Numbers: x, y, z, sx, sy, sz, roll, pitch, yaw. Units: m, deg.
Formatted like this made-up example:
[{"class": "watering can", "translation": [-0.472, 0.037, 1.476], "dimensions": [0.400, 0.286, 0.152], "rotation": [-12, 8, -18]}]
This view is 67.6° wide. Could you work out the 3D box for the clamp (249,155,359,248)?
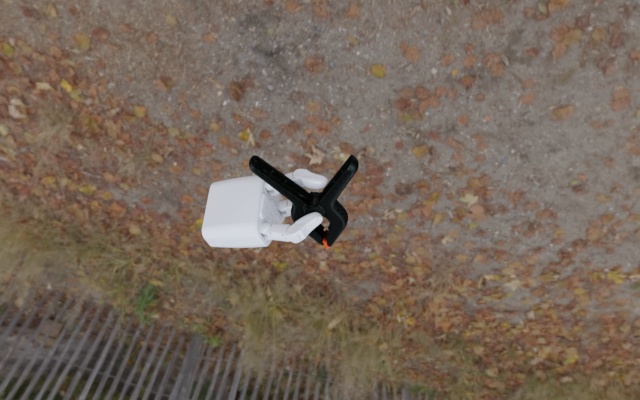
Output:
[{"class": "clamp", "translation": [0.000, 0.003, 0.746], "dimensions": [0.164, 0.036, 0.210], "rotation": [-3, -42, 23]}]
